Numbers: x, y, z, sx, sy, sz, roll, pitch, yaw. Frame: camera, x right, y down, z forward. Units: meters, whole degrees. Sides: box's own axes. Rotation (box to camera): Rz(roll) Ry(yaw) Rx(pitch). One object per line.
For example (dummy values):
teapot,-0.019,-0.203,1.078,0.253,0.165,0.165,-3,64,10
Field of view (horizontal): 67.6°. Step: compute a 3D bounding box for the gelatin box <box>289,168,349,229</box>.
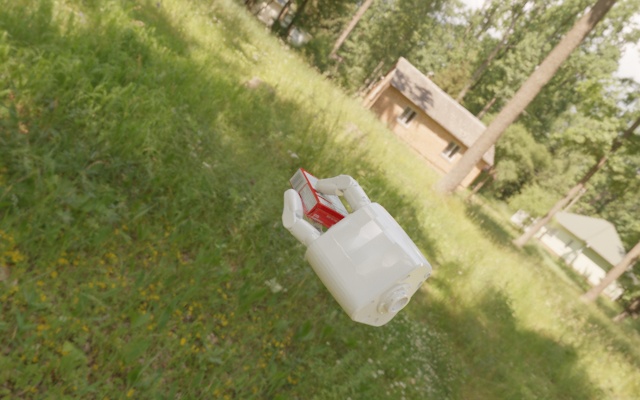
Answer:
gelatin box,0.000,0.002,0.679,0.073,0.030,0.089,31,20,-39
